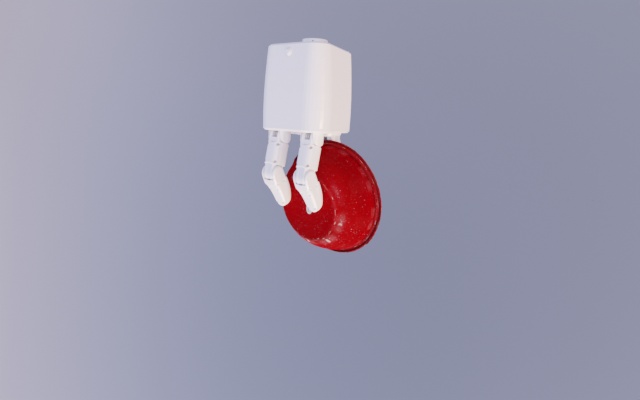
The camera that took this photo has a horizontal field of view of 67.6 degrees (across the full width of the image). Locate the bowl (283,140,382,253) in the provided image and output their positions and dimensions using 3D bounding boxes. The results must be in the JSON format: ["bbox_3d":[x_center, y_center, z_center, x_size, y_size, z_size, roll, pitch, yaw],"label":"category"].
[{"bbox_3d":[0.000,0.004,0.645,0.162,0.162,0.055,0,15,40],"label":"bowl"}]
